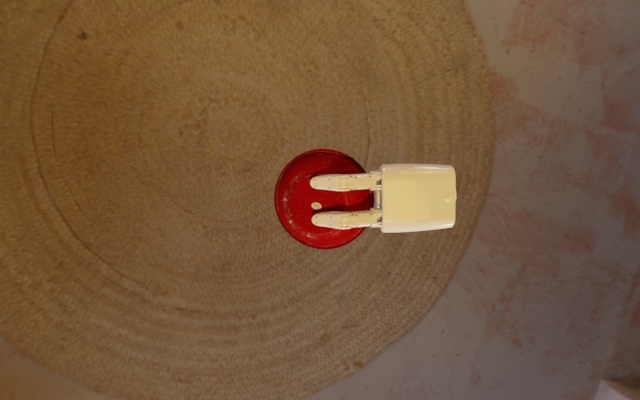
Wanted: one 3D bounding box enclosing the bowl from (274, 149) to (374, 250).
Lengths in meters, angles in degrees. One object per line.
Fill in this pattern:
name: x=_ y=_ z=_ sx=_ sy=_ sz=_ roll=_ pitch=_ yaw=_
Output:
bowl: x=-0.001 y=0.003 z=0.732 sx=0.162 sy=0.162 sz=0.055 roll=0 pitch=8 yaw=10
